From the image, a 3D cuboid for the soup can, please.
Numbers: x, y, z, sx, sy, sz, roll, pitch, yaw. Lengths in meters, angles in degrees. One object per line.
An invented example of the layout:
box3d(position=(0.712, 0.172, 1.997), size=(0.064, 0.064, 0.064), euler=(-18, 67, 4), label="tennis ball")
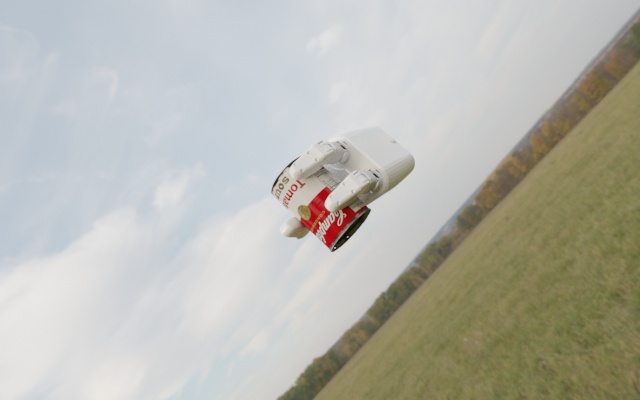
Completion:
box3d(position=(0.000, 0.002, 0.565), size=(0.102, 0.068, 0.068), euler=(43, 12, 13), label="soup can")
